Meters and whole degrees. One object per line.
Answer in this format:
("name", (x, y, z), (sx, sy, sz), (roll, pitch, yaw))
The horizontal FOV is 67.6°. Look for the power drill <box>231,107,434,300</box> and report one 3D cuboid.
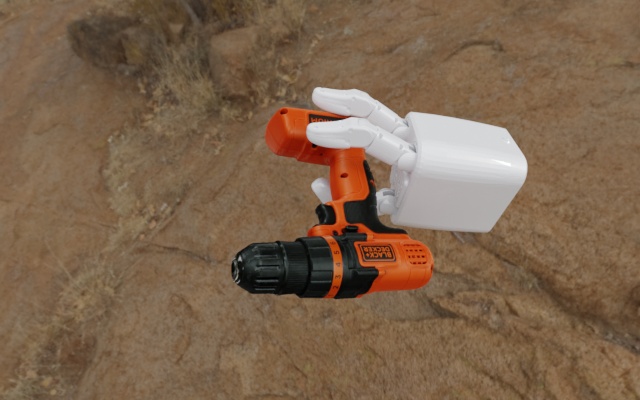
("power drill", (0.000, 0.001, 0.442), (0.184, 0.187, 0.057), (4, -35, -28))
